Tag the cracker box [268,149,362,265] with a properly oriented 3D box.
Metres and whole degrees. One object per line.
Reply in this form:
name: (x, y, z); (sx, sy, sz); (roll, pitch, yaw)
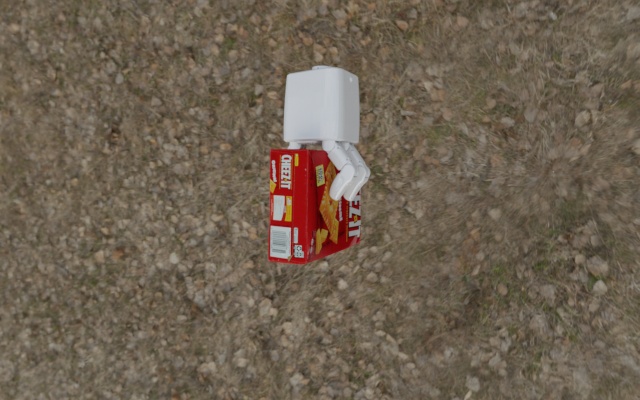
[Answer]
cracker box: (0.000, 0.002, 0.761); (0.072, 0.164, 0.213); (3, 5, 26)
